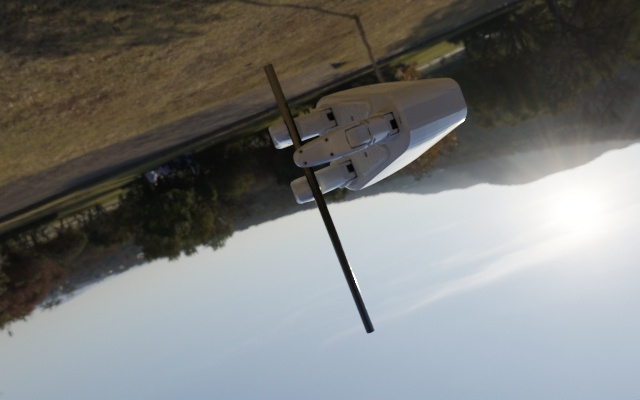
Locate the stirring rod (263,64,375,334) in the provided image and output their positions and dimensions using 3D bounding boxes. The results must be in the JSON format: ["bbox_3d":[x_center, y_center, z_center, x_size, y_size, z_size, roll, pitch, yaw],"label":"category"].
[{"bbox_3d":[0.000,0.001,0.402,0.011,0.239,0.011,-21,5,2],"label":"stirring rod"}]
